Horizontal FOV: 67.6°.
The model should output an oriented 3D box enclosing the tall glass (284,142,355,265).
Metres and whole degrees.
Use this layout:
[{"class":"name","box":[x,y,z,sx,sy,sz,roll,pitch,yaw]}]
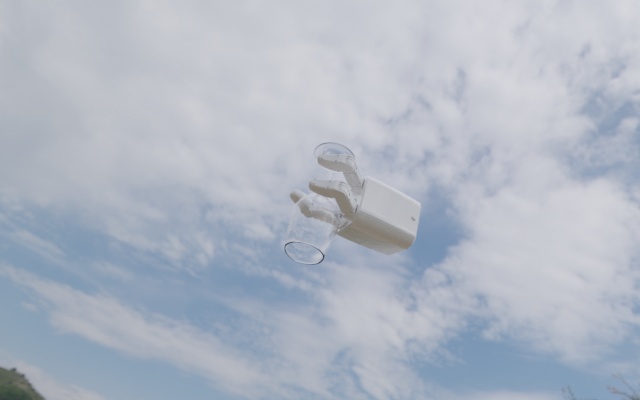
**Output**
[{"class":"tall glass","box":[0.000,0.002,0.766,0.079,0.201,0.079,12,-37,9]}]
